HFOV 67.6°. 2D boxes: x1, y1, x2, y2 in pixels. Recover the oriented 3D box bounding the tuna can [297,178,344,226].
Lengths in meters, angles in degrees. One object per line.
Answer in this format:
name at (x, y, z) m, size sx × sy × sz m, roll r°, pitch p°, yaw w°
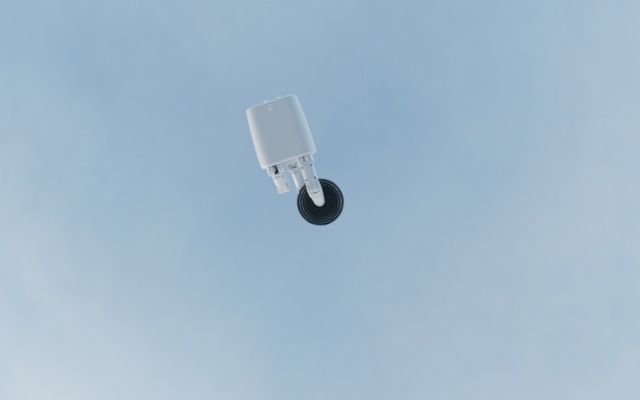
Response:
tuna can at (0.000, 0.003, 0.874) m, size 0.086 × 0.086 × 0.034 m, roll 0°, pitch 0°, yaw 1°
